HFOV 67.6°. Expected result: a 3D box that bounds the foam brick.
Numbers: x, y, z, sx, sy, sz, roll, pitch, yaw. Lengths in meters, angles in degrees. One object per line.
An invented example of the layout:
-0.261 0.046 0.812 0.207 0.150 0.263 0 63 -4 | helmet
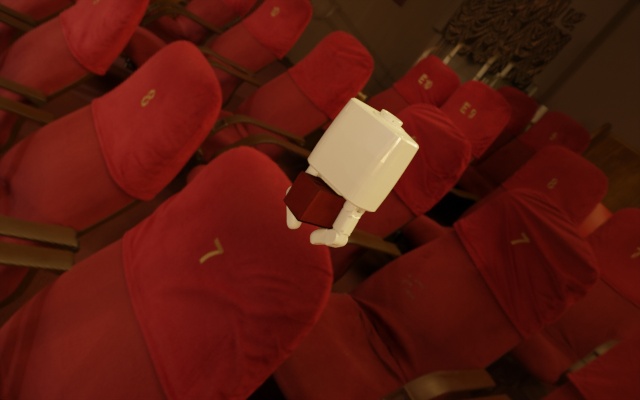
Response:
0.000 0.002 0.646 0.078 0.051 0.053 18 22 -41 | foam brick
